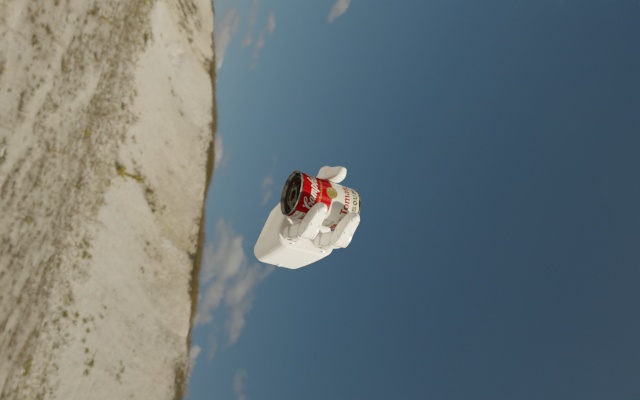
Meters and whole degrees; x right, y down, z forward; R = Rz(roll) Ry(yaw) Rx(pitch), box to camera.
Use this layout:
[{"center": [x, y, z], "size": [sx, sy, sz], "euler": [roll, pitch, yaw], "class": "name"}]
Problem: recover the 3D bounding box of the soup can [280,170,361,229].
[{"center": [0.001, 0.002, 0.713], "size": [0.102, 0.068, 0.068], "euler": [17, -8, -25], "class": "soup can"}]
